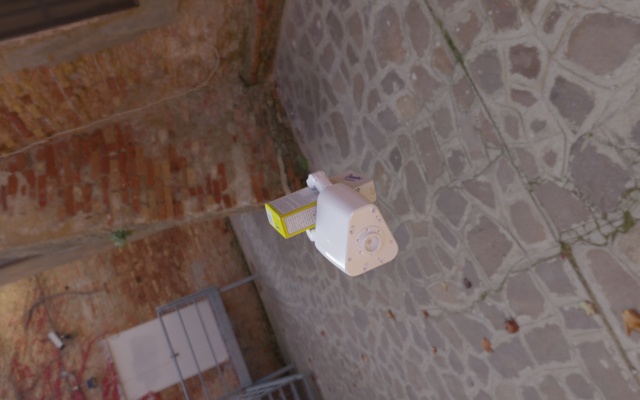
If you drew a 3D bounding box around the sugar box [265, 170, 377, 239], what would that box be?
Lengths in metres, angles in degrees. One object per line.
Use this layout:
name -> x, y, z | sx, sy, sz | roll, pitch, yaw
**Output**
sugar box -> 0.000, 0.003, 0.827 | 0.176, 0.048, 0.093 | -20, 22, -17
